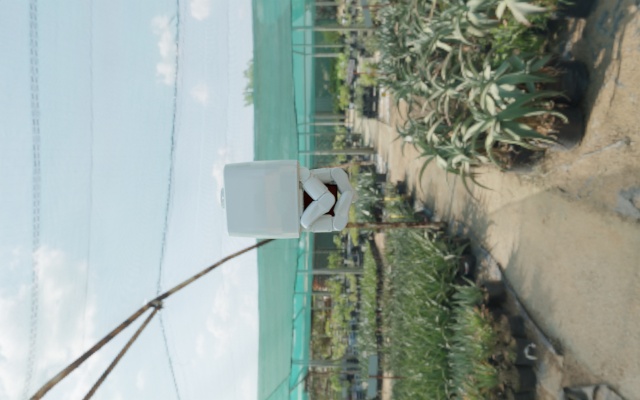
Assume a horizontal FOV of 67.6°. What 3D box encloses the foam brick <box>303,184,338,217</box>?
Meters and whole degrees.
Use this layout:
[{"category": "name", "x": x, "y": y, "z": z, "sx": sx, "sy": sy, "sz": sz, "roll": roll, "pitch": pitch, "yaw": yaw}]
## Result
[{"category": "foam brick", "x": 0.000, "y": 0.003, "z": 0.746, "sx": 0.051, "sy": 0.053, "sz": 0.078, "roll": -2, "pitch": -3, "yaw": 0}]
